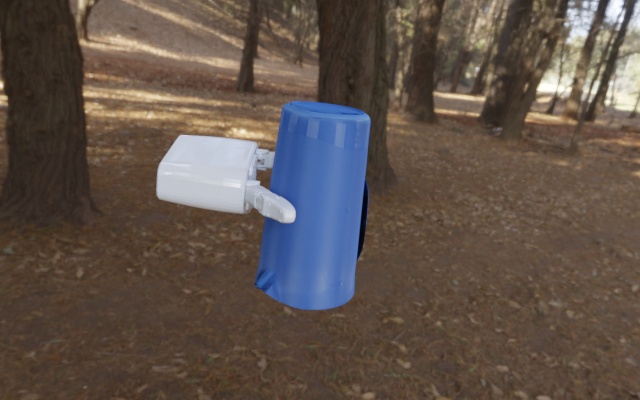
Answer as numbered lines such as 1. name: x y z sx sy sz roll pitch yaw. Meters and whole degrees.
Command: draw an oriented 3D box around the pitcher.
1. pitcher: 0.000 0.002 0.612 0.145 0.243 0.149 7 17 -2
